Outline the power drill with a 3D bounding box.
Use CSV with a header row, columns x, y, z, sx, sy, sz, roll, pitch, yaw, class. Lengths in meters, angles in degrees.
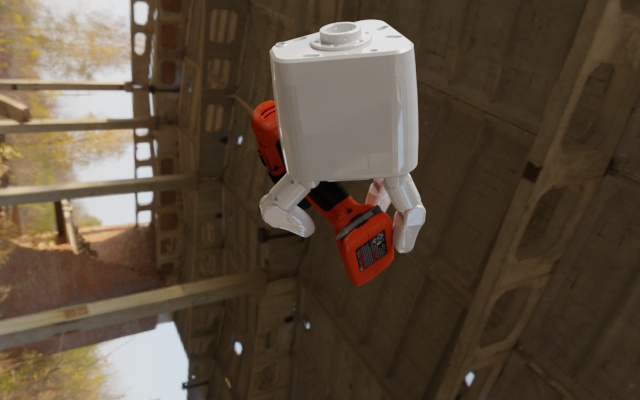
x,y,z,sx,sy,sz,roll,pitch,yaw,class
0.000,0.002,0.521,0.057,0.187,0.184,-37,-30,-10,power drill
